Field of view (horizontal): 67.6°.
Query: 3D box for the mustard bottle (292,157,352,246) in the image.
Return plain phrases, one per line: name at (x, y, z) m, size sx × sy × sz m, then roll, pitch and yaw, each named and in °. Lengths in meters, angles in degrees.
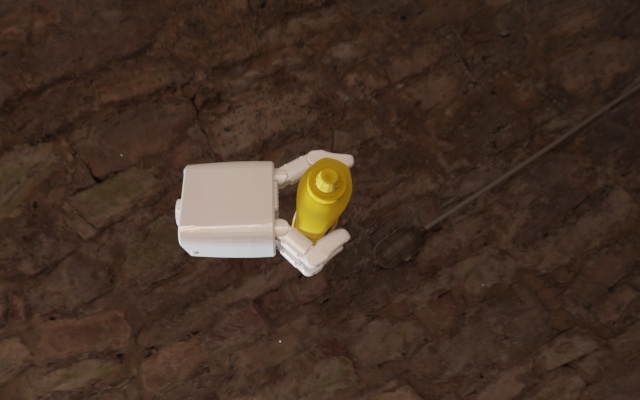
mustard bottle at (0.000, 0.002, 0.566) m, size 0.058 × 0.096 × 0.192 m, roll 23°, pitch -17°, yaw 2°
